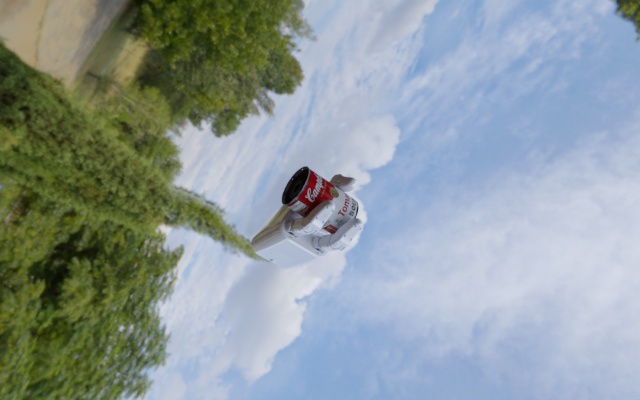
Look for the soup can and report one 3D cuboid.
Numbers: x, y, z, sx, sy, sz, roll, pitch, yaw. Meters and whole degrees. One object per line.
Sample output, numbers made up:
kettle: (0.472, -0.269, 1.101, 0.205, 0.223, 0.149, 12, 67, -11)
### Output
soup can: (0.001, 0.002, 0.739, 0.102, 0.068, 0.068, 33, -15, -24)
